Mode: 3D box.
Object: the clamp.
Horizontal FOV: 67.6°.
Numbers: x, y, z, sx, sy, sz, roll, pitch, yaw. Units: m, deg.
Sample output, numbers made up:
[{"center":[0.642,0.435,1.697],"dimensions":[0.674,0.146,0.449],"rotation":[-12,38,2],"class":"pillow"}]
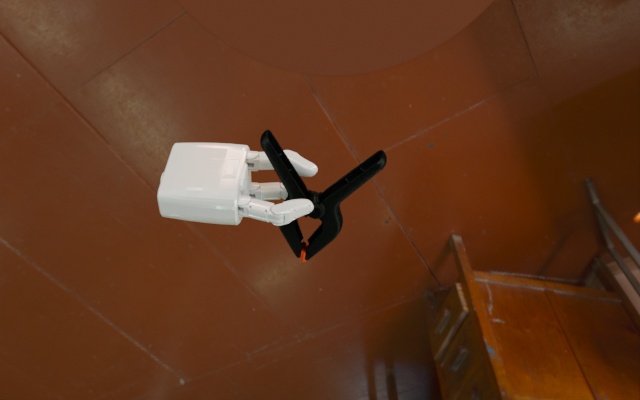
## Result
[{"center":[0.000,0.003,0.666],"dimensions":[0.164,0.210,0.036],"rotation":[5,36,2],"class":"clamp"}]
